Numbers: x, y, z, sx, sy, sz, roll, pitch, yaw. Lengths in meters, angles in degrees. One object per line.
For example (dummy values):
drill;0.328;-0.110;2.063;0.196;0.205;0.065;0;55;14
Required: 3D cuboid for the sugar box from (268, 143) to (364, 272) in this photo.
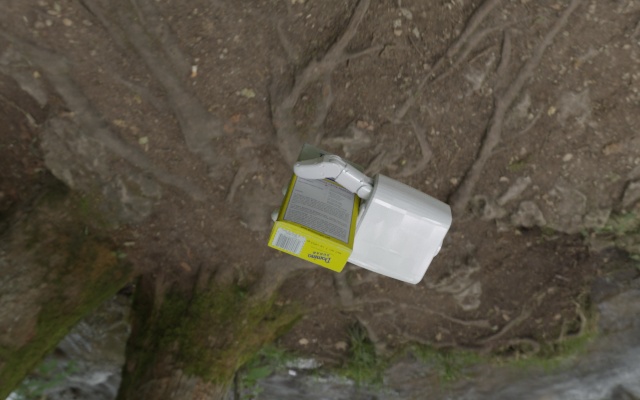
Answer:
sugar box;0.000;0.002;0.603;0.093;0.048;0.176;22;35;-5
